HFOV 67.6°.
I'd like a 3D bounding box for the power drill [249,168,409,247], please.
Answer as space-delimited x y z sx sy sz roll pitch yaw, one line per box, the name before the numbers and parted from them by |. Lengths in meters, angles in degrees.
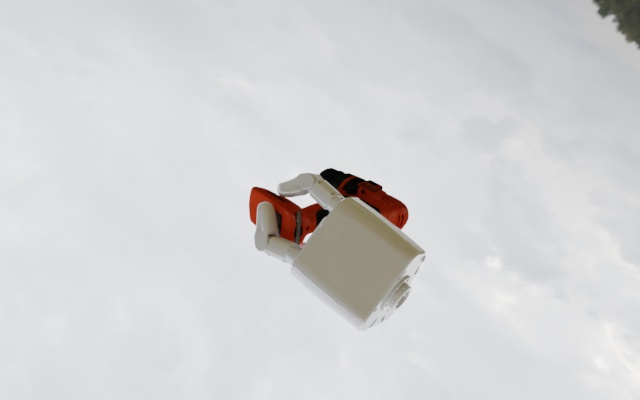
power drill | 0.000 0.002 0.662 0.187 0.057 0.184 -11 26 -33
